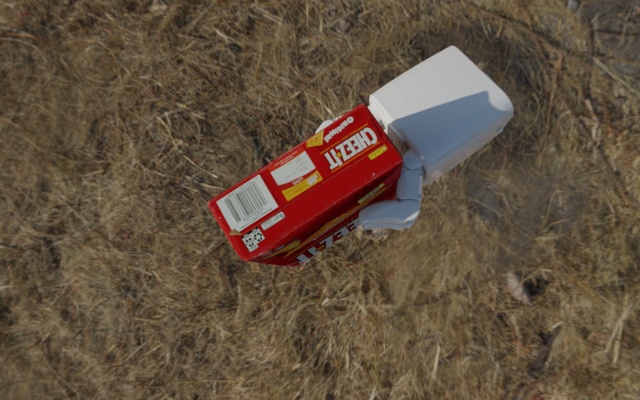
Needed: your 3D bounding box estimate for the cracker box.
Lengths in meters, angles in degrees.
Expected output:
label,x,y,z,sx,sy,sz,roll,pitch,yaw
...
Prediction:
label,x,y,z,sx,sy,sz,roll,pitch,yaw
cracker box,0.000,0.001,0.505,0.164,0.072,0.214,-33,-12,1
